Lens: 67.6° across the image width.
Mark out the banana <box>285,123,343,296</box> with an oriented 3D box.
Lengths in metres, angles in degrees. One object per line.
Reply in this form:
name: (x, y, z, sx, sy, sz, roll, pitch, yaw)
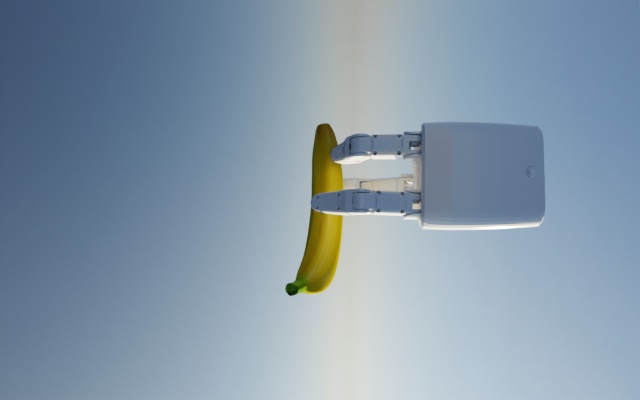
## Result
banana: (0.003, 0.014, 0.487, 0.037, 0.197, 0.070, 0, -32, 12)
